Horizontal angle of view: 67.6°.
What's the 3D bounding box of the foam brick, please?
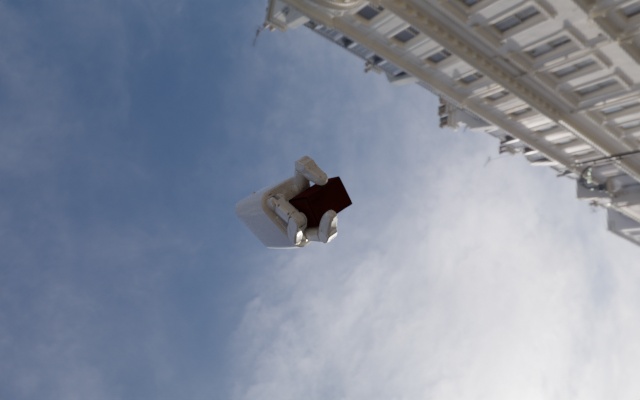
[{"bbox_3d":[0.000,0.002,0.762,0.078,0.053,0.051,-32,13,-35],"label":"foam brick"}]
